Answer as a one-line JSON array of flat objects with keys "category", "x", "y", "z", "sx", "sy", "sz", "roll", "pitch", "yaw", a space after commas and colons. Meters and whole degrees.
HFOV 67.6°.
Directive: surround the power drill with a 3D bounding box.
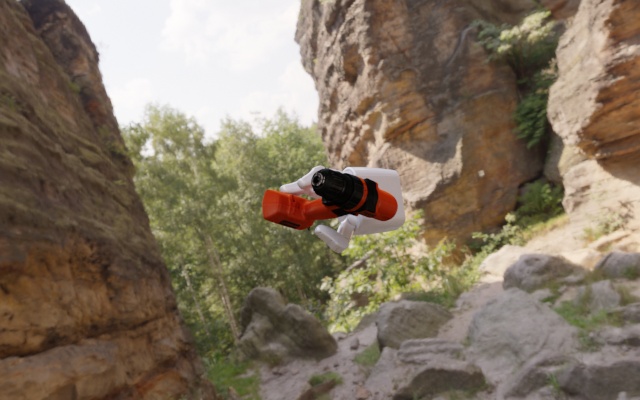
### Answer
[{"category": "power drill", "x": 0.000, "y": 0.002, "z": 0.738, "sx": 0.187, "sy": 0.057, "sz": 0.184, "roll": -8, "pitch": -20, "yaw": 39}]
